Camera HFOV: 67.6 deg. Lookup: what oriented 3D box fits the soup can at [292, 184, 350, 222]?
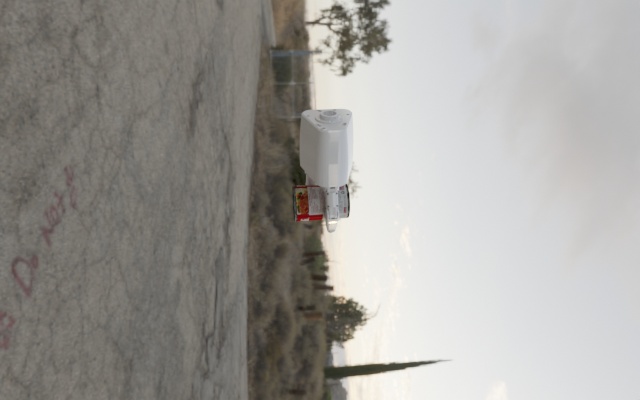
[{"bbox_3d":[0.000,0.003,0.894,0.102,0.068,0.068,-3,0,-6],"label":"soup can"}]
